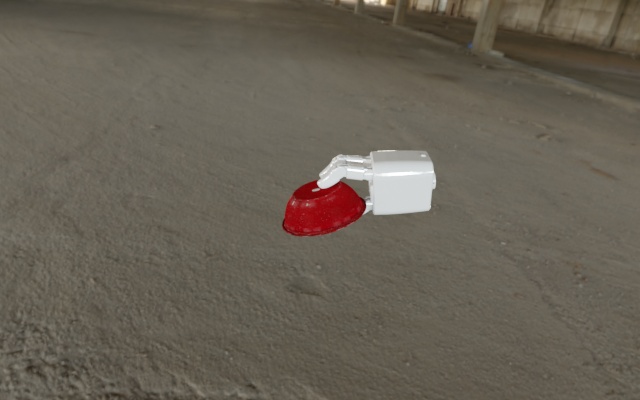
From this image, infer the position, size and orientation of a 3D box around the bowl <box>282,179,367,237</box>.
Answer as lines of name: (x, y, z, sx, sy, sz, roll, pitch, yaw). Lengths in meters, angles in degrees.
bowl: (-0.001, 0.003, 0.873, 0.162, 0.055, 0.162, -14, 23, 6)
